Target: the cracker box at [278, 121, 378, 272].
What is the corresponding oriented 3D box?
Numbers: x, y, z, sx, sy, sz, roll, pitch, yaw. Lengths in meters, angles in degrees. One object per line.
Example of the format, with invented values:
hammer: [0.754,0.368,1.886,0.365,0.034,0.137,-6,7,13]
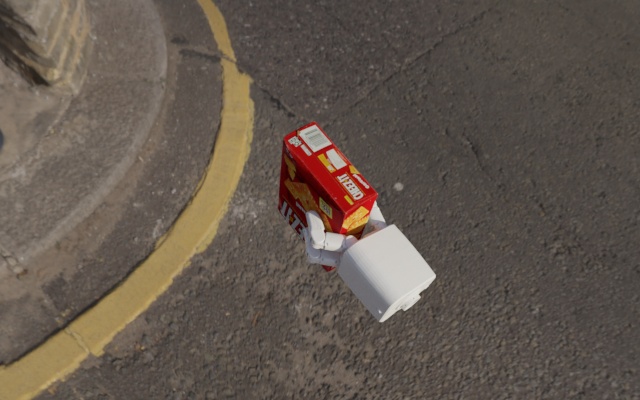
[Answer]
cracker box: [0.000,0.002,0.793,0.072,0.164,0.214,-29,-24,-23]
